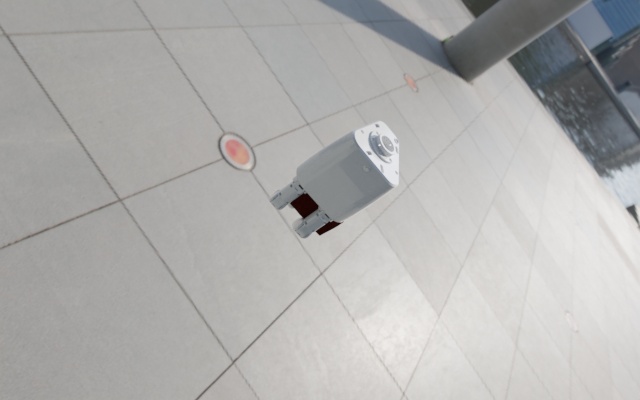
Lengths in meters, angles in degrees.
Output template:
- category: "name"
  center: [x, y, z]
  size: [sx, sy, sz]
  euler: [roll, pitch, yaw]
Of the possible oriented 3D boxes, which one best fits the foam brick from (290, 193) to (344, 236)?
- category: "foam brick"
  center: [0.000, 0.003, 0.709]
  size: [0.051, 0.078, 0.053]
  euler: [-31, 17, 37]
